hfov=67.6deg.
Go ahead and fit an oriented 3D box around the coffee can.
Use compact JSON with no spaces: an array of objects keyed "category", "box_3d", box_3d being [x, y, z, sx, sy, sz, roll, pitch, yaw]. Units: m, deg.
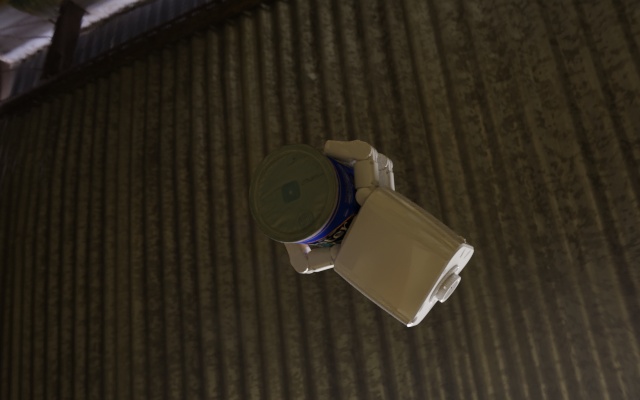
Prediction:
[{"category":"coffee can","box_3d":[0.000,0.002,0.545,0.103,0.103,0.140,0,-8,27]}]
